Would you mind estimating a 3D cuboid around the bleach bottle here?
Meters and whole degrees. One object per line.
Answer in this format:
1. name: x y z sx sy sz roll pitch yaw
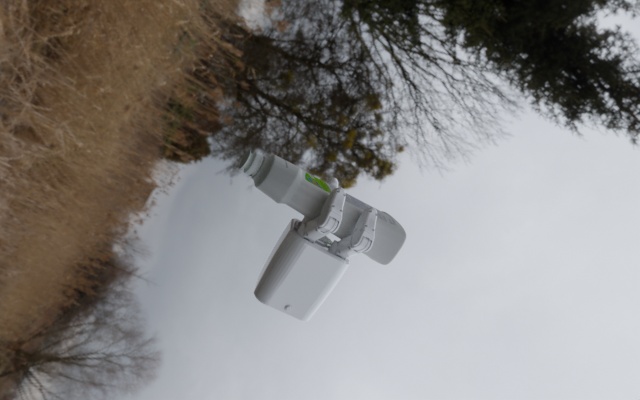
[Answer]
1. bleach bottle: 0.000 0.002 0.670 0.251 0.068 0.102 30 8 -23
